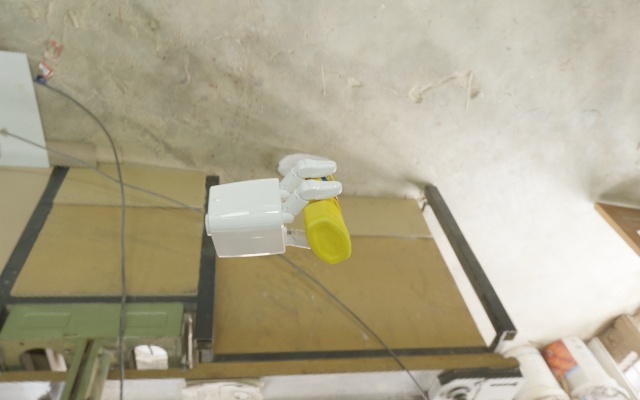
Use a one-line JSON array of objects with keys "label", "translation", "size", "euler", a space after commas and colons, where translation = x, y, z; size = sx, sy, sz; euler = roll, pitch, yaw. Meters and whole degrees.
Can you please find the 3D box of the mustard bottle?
[{"label": "mustard bottle", "translation": [0.000, 0.003, 0.749], "size": [0.058, 0.096, 0.191], "euler": [-24, 38, 10]}]
